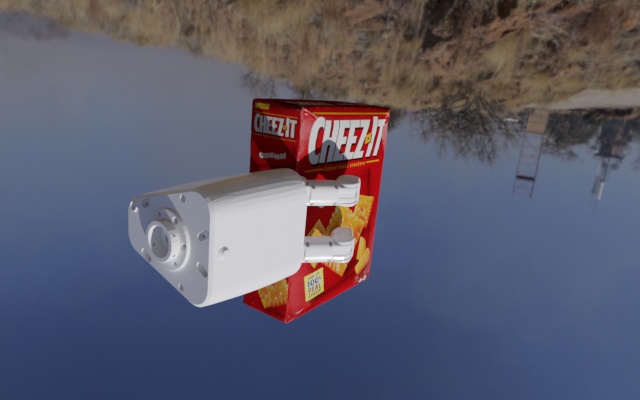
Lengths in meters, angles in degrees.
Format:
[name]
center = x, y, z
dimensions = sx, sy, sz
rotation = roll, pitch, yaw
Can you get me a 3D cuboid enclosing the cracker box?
[cracker box]
center = 0.000, 0.002, 0.521
dimensions = 0.072, 0.214, 0.164
rotation = 16, 18, 34
